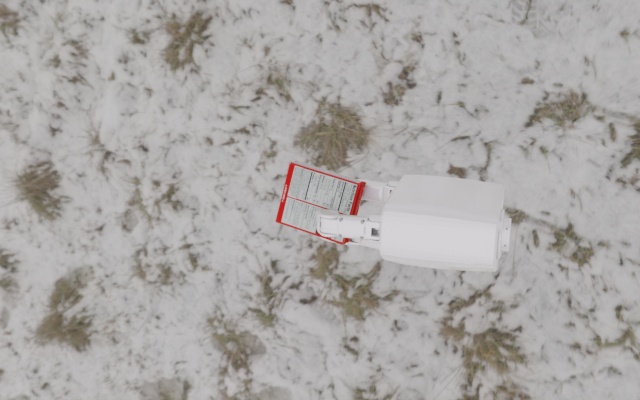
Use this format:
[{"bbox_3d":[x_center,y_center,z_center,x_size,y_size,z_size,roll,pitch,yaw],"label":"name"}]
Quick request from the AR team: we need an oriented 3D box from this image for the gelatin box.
[{"bbox_3d":[0.000,0.002,0.546,0.089,0.073,0.030,18,13,14],"label":"gelatin box"}]
